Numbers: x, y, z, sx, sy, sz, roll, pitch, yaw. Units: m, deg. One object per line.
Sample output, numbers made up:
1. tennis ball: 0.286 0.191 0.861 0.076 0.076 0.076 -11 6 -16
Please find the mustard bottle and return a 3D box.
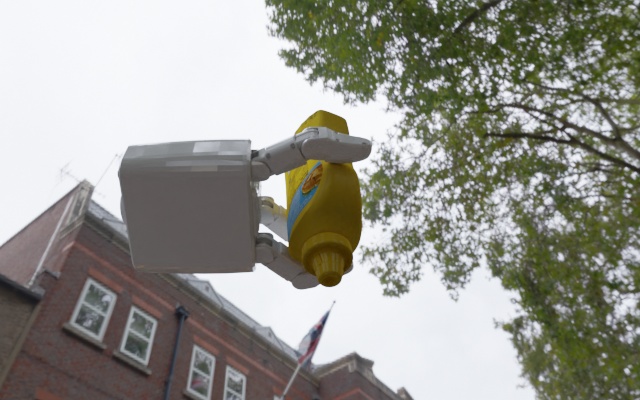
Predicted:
1. mustard bottle: 0.000 0.001 0.434 0.058 0.096 0.191 19 34 -18
